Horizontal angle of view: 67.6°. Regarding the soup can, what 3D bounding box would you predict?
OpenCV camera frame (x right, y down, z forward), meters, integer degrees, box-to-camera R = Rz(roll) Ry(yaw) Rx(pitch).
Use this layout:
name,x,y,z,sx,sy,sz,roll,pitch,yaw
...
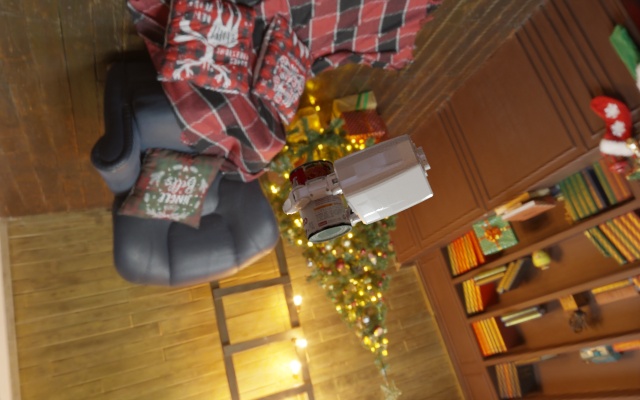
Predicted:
name,x,y,z,sx,sy,sz,roll,pitch,yaw
soup can,0.000,0.003,0.687,0.068,0.102,0.068,-16,-19,-5
